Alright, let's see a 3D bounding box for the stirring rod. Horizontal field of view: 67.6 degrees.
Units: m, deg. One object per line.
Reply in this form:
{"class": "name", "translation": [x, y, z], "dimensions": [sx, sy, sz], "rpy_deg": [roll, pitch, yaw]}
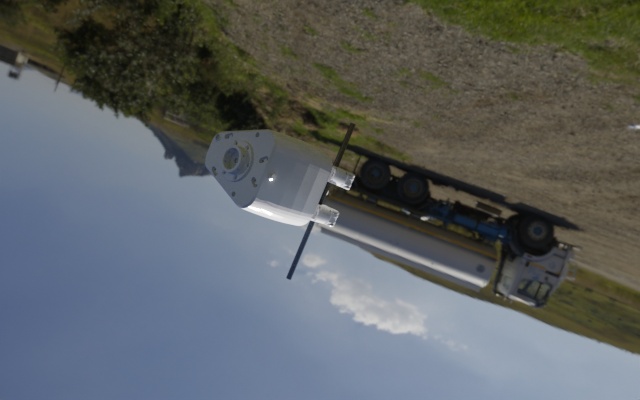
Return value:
{"class": "stirring rod", "translation": [0.000, 0.002, 0.682], "dimensions": [0.011, 0.239, 0.011], "rpy_deg": [23, 4, -1]}
